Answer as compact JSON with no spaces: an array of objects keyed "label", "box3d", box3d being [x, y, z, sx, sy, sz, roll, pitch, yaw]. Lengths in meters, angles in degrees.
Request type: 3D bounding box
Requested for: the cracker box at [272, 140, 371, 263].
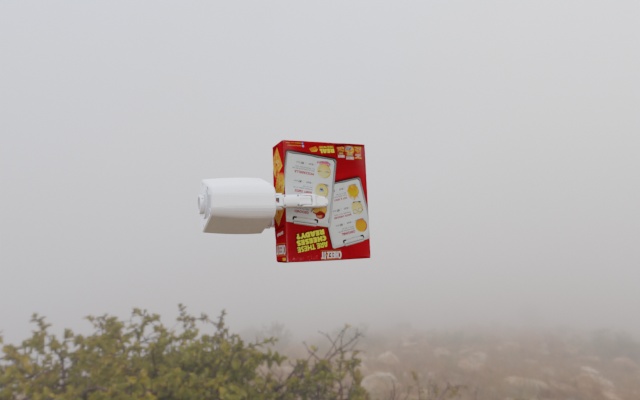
[{"label":"cracker box","box3d":[0.000,0.003,0.874,0.164,0.213,0.072,0,-6,-23]}]
